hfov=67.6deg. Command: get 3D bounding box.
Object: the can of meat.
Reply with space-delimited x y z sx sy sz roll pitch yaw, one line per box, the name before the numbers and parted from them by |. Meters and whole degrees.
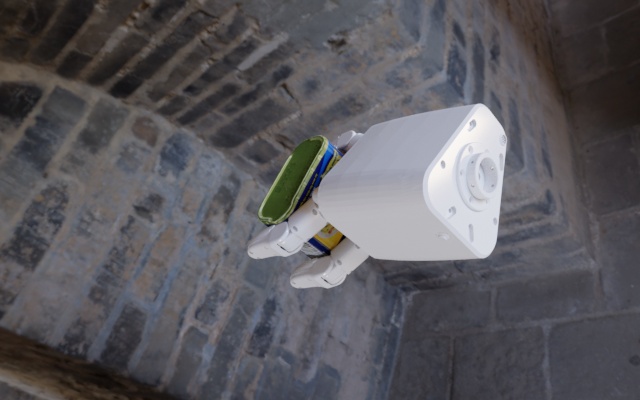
can of meat | 0.000 0.001 0.456 0.084 0.102 0.057 40 -23 -31
